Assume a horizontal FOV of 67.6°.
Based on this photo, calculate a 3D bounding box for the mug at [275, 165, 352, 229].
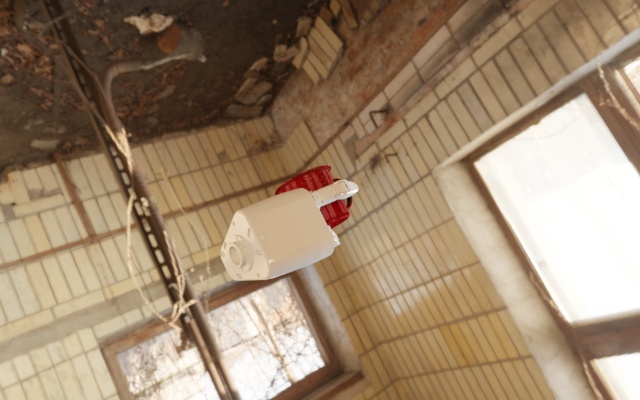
[{"bbox_3d":[0.001,0.002,0.715,0.117,0.081,0.093,-19,-12,-39],"label":"mug"}]
